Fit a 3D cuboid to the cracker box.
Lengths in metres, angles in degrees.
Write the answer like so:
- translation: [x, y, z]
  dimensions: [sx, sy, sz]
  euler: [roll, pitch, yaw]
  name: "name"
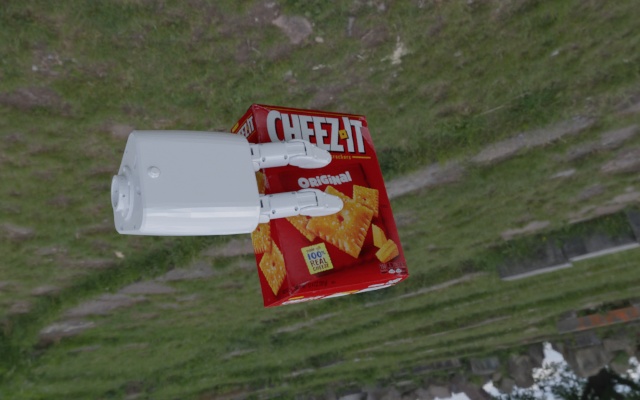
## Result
- translation: [0.000, 0.002, 0.550]
  dimensions: [0.164, 0.213, 0.072]
  euler: [-1, -20, -35]
  name: "cracker box"
